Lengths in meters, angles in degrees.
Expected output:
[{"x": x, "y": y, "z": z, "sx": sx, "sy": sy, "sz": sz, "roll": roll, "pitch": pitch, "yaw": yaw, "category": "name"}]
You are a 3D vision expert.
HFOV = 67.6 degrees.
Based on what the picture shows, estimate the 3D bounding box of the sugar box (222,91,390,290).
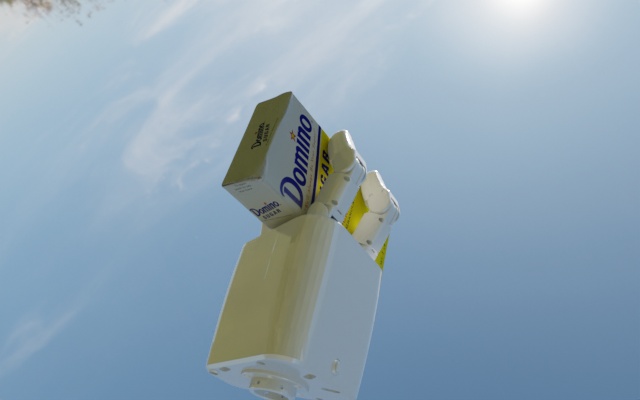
[{"x": 0.001, "y": 0.001, "z": 0.416, "sx": 0.048, "sy": 0.093, "sz": 0.176, "roll": -11, "pitch": -42, "yaw": 33, "category": "sugar box"}]
